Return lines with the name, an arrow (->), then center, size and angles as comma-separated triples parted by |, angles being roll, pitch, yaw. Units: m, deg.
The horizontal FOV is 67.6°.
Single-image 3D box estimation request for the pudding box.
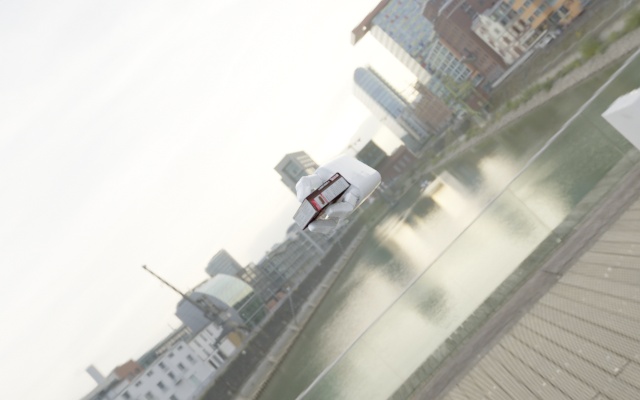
pudding box -> 0.000, 0.003, 0.896 | 0.090, 0.039, 0.113 | -40, -8, -25
